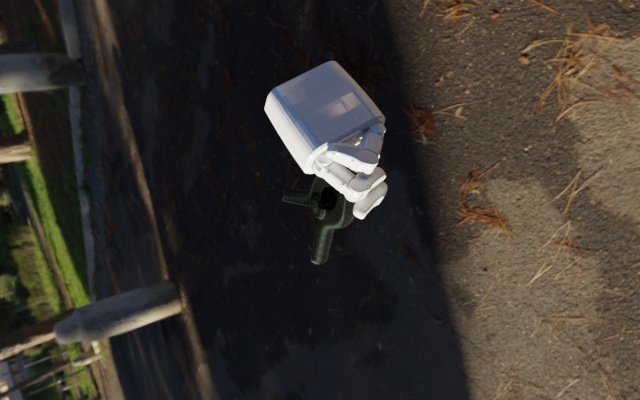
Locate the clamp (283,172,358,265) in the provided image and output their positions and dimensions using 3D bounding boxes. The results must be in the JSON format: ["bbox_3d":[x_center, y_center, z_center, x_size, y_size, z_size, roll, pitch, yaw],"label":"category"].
[{"bbox_3d":[0.000,0.002,0.652,0.039,0.120,0.172,-22,-22,-38],"label":"clamp"}]
